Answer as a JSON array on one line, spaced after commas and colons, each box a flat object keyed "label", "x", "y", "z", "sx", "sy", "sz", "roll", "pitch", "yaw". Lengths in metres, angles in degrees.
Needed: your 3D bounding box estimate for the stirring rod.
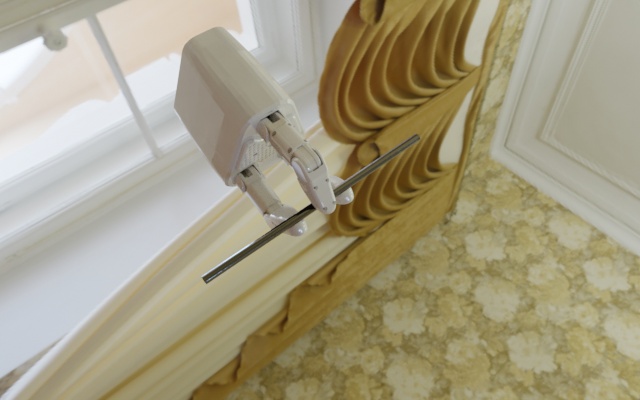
[{"label": "stirring rod", "x": 0.000, "y": 0.001, "z": 0.425, "sx": 0.239, "sy": 0.011, "sz": 0.011, "roll": -34, "pitch": 13, "yaw": -20}]
